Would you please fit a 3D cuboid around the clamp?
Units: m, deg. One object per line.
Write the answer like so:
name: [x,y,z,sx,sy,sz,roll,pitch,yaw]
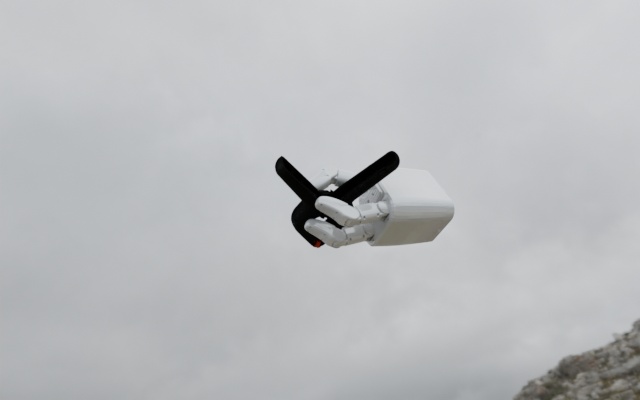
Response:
clamp: [0.000,0.002,0.673,0.164,0.036,0.210,1,-36,-20]
